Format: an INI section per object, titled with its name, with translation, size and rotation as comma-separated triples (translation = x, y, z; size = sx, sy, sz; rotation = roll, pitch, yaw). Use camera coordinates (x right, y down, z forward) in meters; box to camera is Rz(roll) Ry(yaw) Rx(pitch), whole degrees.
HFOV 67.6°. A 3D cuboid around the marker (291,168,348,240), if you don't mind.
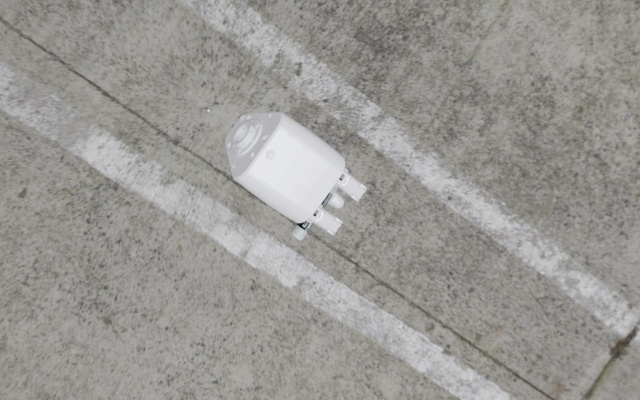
[marker]
translation = 0.000, 0.002, 0.672
size = 0.020, 0.121, 0.020
rotation = 35, 1, -1
